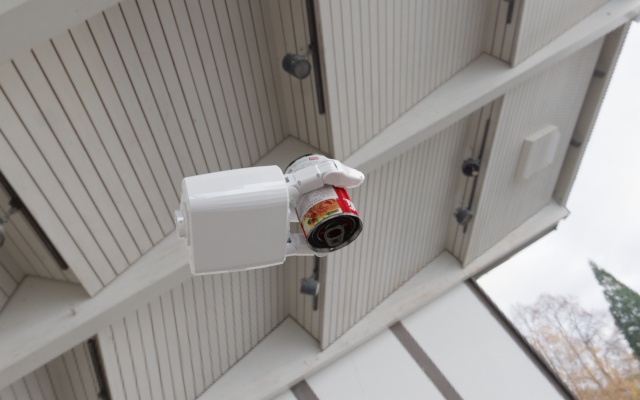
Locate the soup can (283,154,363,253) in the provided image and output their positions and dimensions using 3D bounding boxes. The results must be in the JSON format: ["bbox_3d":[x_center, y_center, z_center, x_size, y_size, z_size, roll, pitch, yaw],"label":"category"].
[{"bbox_3d":[0.000,0.002,0.570,0.068,0.102,0.069,-15,-38,-12],"label":"soup can"}]
